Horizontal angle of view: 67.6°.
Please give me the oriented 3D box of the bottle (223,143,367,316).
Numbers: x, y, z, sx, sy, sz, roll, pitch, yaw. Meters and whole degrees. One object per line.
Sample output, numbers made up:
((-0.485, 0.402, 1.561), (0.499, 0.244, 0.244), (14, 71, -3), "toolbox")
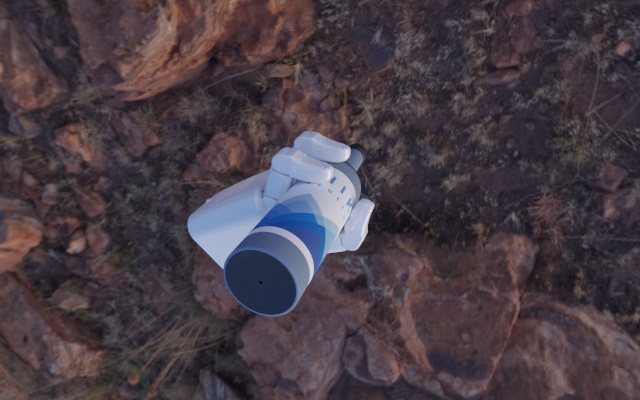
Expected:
((0.000, 0.002, 0.500), (0.069, 0.069, 0.295), (0, 26, 21), "bottle")
